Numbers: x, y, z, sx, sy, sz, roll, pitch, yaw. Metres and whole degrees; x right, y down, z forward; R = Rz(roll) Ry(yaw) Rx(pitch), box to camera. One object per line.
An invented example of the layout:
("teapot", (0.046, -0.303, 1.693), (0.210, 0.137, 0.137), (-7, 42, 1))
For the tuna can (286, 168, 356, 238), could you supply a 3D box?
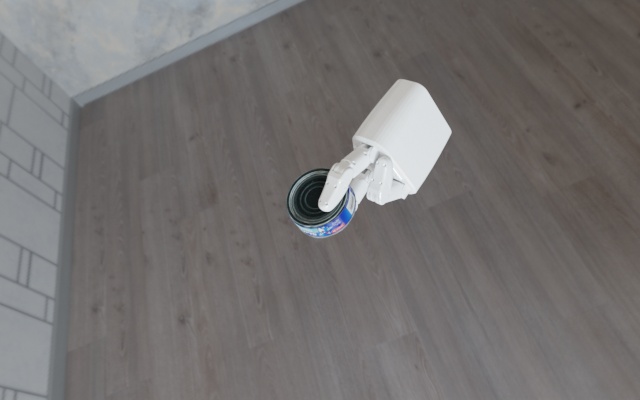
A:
("tuna can", (0.000, 0.002, 0.606), (0.086, 0.086, 0.034), (0, -26, 23))
